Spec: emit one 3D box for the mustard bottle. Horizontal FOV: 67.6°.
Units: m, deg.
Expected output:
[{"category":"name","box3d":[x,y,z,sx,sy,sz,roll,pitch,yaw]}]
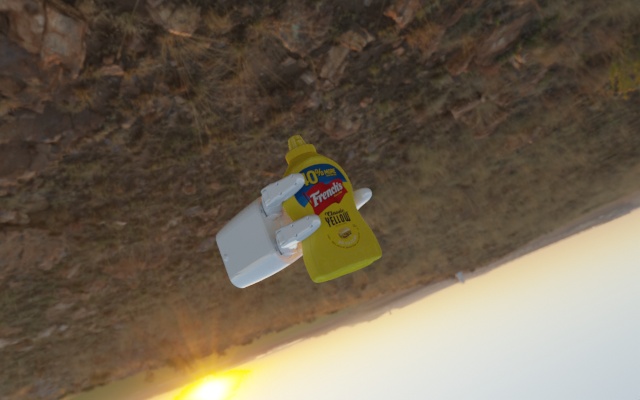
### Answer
[{"category":"mustard bottle","box3d":[0.000,0.002,0.614,0.096,0.191,0.058,-15,-17,-27]}]
